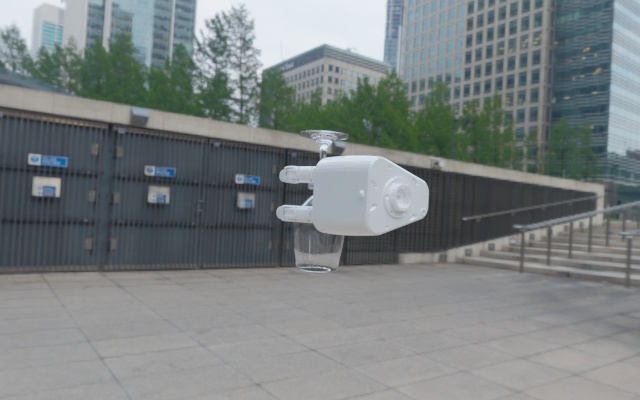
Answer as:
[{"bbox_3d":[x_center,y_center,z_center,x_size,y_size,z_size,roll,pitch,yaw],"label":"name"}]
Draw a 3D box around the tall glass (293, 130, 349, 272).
[{"bbox_3d":[0.000,0.002,0.704,0.079,0.201,0.079,3,-1,0],"label":"tall glass"}]
